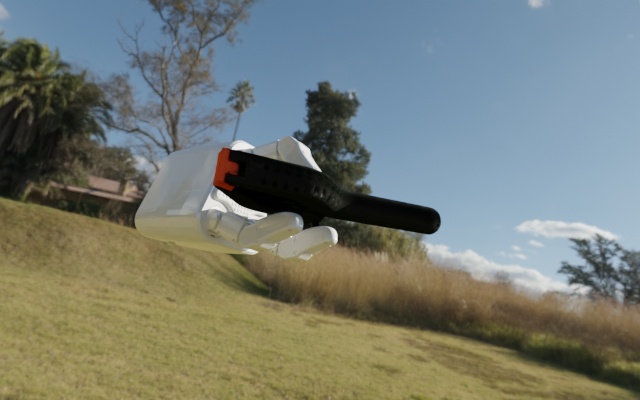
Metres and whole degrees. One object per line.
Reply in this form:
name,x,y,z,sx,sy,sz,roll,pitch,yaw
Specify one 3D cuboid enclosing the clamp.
clamp,0.000,0.000,0.425,0.164,0.036,0.210,-5,-19,34
